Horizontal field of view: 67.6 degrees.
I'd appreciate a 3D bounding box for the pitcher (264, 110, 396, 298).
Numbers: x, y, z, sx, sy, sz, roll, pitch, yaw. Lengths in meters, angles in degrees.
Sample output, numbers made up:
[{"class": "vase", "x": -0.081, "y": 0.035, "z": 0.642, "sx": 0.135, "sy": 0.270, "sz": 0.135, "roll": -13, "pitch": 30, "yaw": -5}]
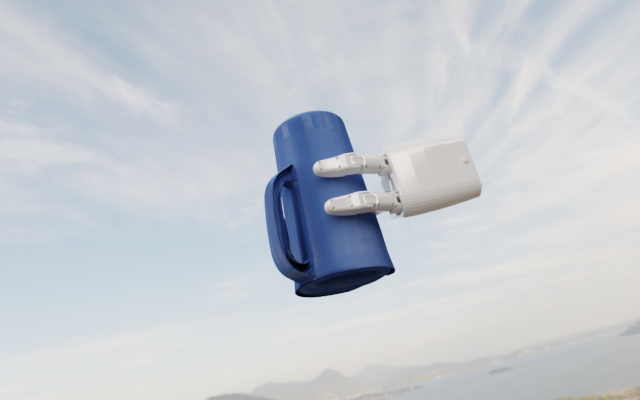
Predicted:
[{"class": "pitcher", "x": 0.000, "y": 0.002, "z": 0.648, "sx": 0.145, "sy": 0.242, "sz": 0.149, "roll": -14, "pitch": -21, "yaw": -1}]
